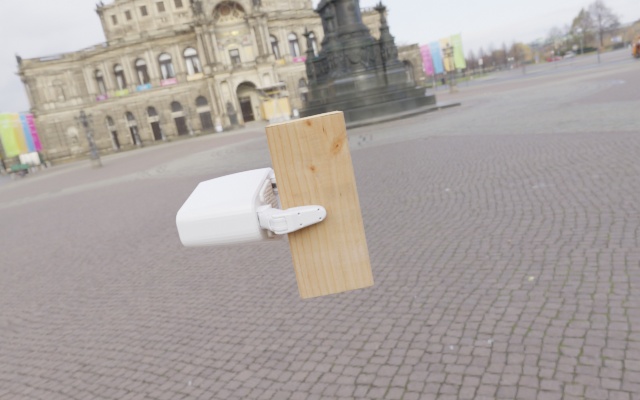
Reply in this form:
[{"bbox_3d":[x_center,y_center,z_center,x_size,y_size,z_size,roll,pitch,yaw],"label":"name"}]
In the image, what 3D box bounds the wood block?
[{"bbox_3d":[0.000,0.002,0.585,0.090,0.206,0.091,-11,11,1],"label":"wood block"}]
